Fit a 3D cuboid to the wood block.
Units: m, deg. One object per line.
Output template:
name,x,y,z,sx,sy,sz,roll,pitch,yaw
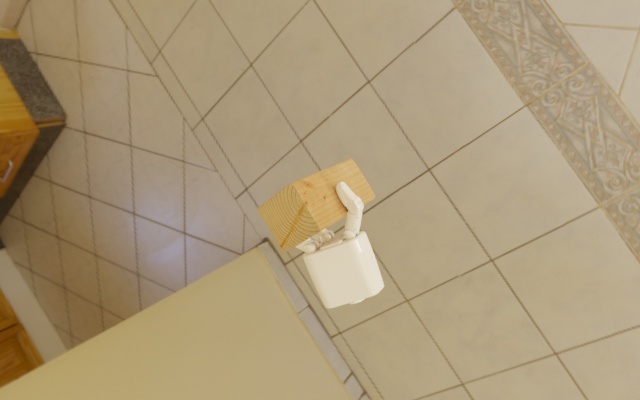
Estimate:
wood block,0.000,0.003,0.846,0.091,0.090,0.206,-33,-4,35
